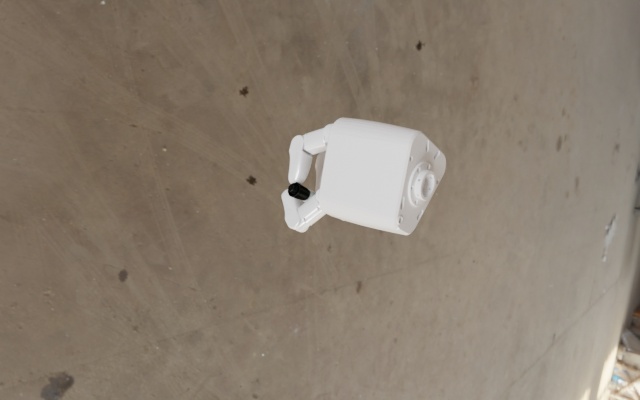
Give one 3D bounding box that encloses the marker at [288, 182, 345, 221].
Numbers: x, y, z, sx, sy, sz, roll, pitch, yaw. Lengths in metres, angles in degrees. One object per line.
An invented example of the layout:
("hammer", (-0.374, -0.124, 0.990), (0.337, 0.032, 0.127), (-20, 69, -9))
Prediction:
("marker", (0.000, 0.002, 0.605), (0.020, 0.020, 0.121), (0, -16, 37))
